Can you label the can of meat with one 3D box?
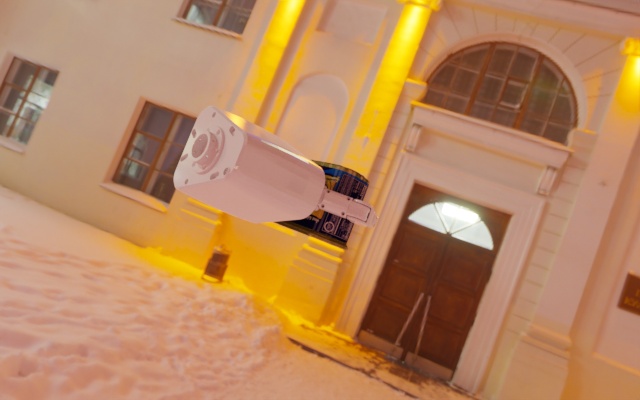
[{"bbox_3d":[0.000,0.002,0.551,0.057,0.084,0.102,25,-6,-41],"label":"can of meat"}]
